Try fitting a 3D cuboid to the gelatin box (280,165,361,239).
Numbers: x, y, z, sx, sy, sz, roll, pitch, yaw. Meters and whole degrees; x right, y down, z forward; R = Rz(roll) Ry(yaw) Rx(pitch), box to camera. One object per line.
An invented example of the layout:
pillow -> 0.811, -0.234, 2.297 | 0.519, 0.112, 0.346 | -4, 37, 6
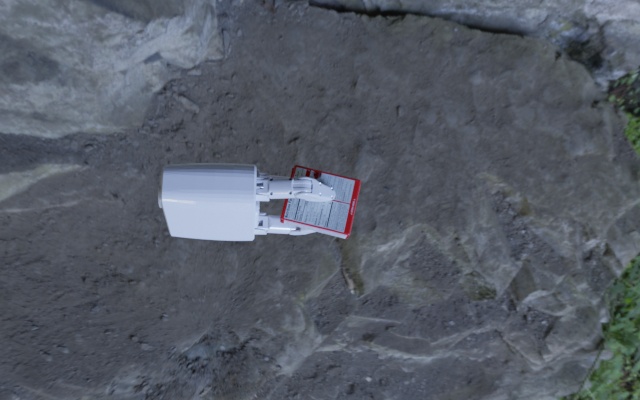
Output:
gelatin box -> 0.000, 0.002, 0.601 | 0.089, 0.073, 0.030 | 13, -15, -1
